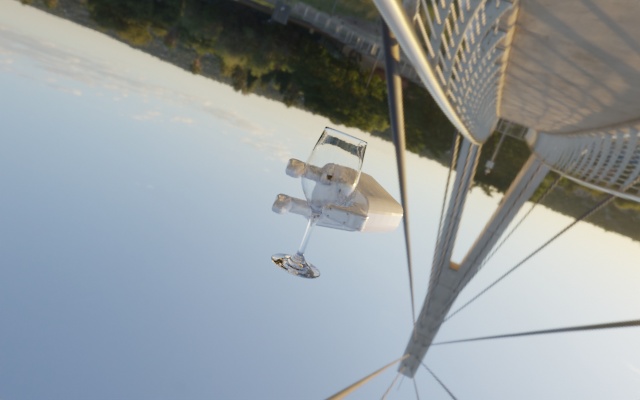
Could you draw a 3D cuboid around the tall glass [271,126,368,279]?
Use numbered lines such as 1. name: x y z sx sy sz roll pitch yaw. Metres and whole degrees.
1. tall glass: 0.000 0.003 0.662 0.079 0.201 0.079 20 10 -4
